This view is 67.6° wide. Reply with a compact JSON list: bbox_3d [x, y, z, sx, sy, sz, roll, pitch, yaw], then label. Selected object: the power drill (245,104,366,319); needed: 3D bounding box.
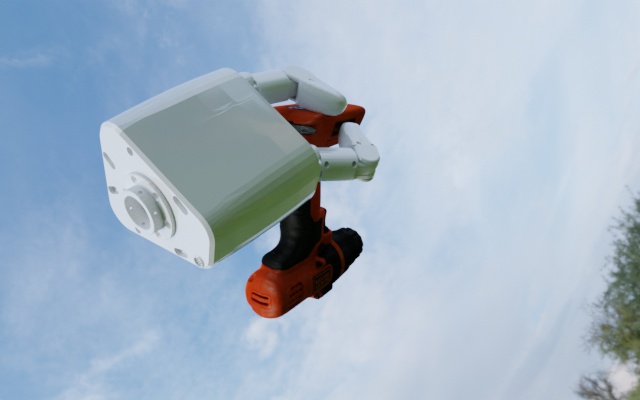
[{"bbox_3d":[0.000,0.001,0.463,0.057,0.188,0.184,12,18,26],"label":"power drill"}]
